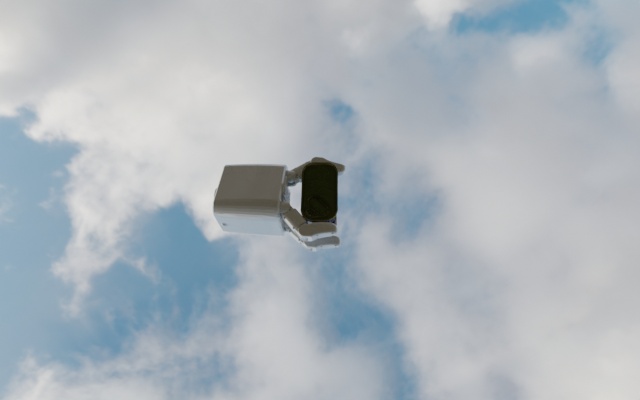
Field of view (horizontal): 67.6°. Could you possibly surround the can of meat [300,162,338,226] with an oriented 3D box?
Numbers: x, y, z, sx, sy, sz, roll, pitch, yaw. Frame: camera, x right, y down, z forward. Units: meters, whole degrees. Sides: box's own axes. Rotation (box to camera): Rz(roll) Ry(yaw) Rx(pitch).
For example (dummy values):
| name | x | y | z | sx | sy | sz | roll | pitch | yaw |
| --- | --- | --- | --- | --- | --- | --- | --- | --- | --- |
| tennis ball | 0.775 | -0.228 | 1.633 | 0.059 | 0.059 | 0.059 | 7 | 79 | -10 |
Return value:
| name | x | y | z | sx | sy | sz | roll | pitch | yaw |
| --- | --- | --- | --- | --- | --- | --- | --- | --- | --- |
| can of meat | 0.000 | 0.003 | 0.779 | 0.057 | 0.102 | 0.084 | 0 | -26 | 2 |
